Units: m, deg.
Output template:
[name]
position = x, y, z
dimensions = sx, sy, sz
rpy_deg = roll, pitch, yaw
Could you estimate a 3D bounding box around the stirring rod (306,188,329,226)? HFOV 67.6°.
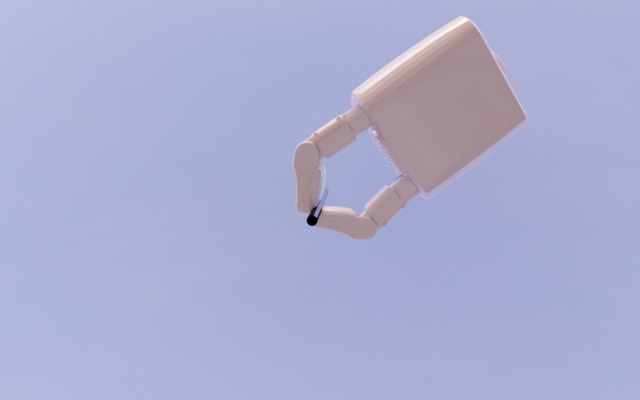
[stirring rod]
position = 0.000, 0.002, 0.460
dimensions = 0.011, 0.011, 0.239
rpy_deg = 0, 6, 3
